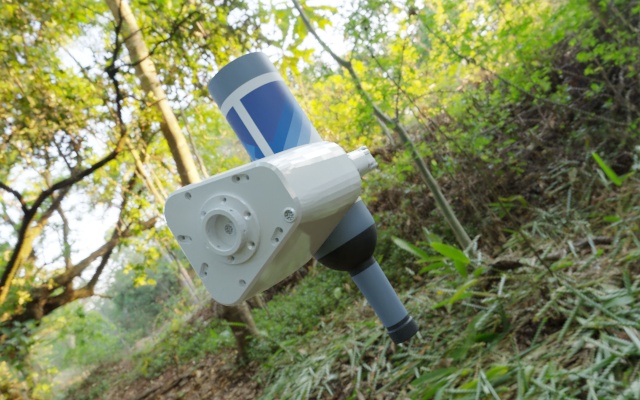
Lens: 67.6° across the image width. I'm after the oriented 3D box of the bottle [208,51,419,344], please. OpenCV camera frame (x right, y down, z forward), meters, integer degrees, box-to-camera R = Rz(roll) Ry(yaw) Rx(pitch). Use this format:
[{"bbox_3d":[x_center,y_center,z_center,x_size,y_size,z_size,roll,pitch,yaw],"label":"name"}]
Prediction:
[{"bbox_3d":[0.000,0.001,0.449,0.069,0.295,0.069,-33,-3,-2],"label":"bottle"}]
